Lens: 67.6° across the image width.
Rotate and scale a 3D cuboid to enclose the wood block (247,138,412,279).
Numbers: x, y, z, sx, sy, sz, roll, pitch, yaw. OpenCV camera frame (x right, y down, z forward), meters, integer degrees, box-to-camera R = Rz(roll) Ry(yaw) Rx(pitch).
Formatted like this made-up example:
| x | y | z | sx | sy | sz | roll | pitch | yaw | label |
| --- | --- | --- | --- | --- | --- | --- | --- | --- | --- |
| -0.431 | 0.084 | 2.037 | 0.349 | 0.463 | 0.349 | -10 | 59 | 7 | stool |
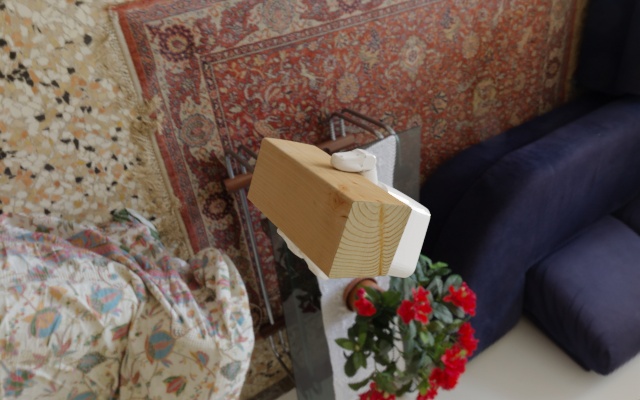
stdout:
| x | y | z | sx | sy | sz | roll | pitch | yaw | label |
| --- | --- | --- | --- | --- | --- | --- | --- | --- | --- |
| 0.001 | 0.002 | 0.585 | 0.090 | 0.091 | 0.206 | 5 | 21 | -37 | wood block |
